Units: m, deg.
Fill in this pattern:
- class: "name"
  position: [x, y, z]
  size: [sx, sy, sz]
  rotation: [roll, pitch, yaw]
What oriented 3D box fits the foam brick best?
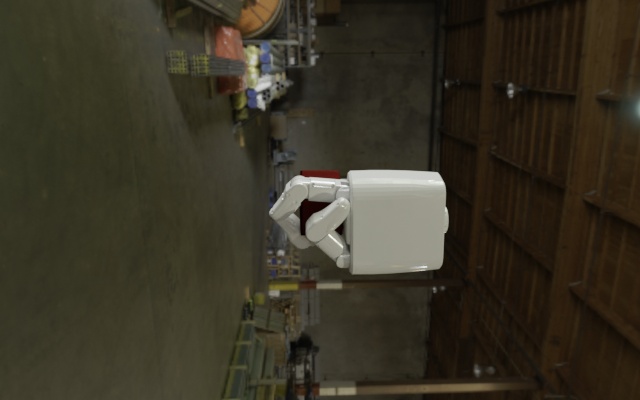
- class: "foam brick"
  position: [0.000, 0.002, 0.589]
  size: [0.051, 0.053, 0.078]
  rotation: [-1, 29, -1]
